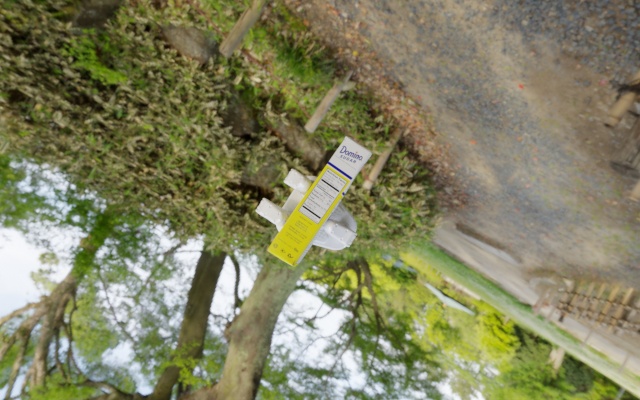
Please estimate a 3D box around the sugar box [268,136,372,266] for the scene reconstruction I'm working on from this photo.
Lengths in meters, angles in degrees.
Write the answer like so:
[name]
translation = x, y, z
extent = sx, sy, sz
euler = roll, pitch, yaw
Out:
[sugar box]
translation = 0.000, 0.002, 0.636
extent = 0.048, 0.176, 0.093
euler = 32, -1, 2
